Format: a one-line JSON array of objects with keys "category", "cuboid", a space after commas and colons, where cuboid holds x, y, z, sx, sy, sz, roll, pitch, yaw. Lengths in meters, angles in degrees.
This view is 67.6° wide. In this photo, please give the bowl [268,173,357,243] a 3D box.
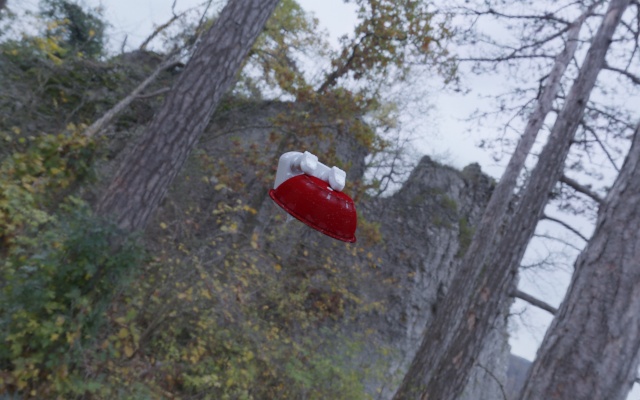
[{"category": "bowl", "cuboid": [0.001, 0.003, 0.761, 0.162, 0.055, 0.162, 29, 10, -5]}]
